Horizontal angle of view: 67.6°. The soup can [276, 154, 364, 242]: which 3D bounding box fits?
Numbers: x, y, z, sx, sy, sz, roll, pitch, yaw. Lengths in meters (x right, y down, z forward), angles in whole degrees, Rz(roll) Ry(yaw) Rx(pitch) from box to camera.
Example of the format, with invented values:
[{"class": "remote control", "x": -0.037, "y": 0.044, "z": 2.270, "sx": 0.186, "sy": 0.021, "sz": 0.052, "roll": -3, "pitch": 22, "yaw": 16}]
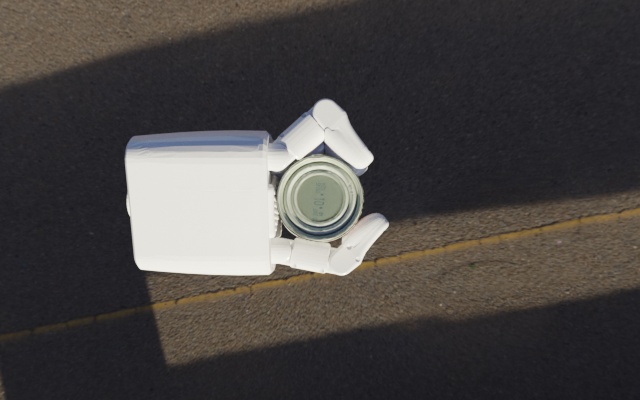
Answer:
[{"class": "soup can", "x": 0.001, "y": 0.001, "z": 0.404, "sx": 0.068, "sy": 0.068, "sz": 0.102, "roll": 0, "pitch": -4, "yaw": 1}]
